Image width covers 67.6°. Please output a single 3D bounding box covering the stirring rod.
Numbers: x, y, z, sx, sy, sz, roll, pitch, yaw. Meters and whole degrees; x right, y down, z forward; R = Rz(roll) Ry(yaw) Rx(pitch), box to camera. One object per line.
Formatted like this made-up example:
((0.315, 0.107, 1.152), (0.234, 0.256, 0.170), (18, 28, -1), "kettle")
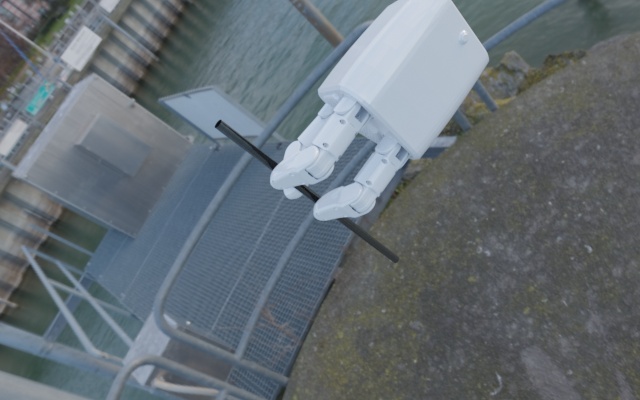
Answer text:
((0.000, 0.001, 0.437), (0.240, 0.011, 0.011), (37, -23, -34), "stirring rod")
